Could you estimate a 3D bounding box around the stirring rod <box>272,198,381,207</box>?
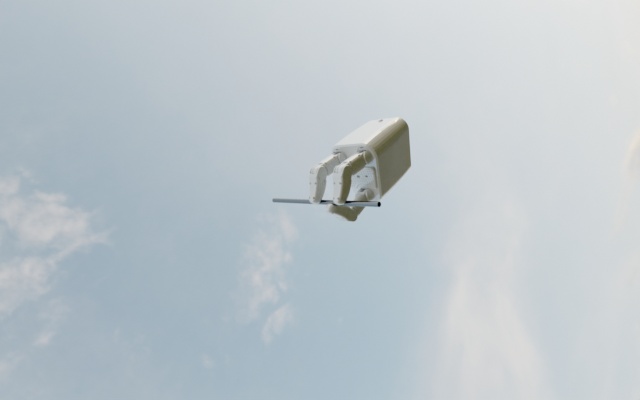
[{"bbox_3d":[0.000,0.002,0.756,0.011,0.011,0.239,0,1,-43],"label":"stirring rod"}]
